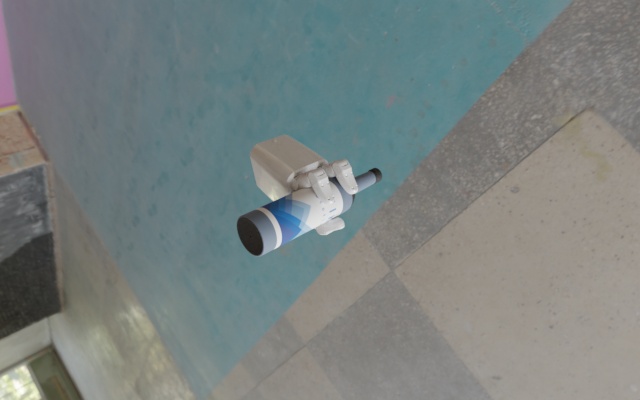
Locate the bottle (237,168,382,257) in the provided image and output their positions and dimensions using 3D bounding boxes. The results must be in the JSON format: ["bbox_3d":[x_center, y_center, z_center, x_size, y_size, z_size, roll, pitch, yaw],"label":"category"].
[{"bbox_3d":[0.000,0.003,0.794,0.295,0.069,0.069,-26,17,-38],"label":"bottle"}]
